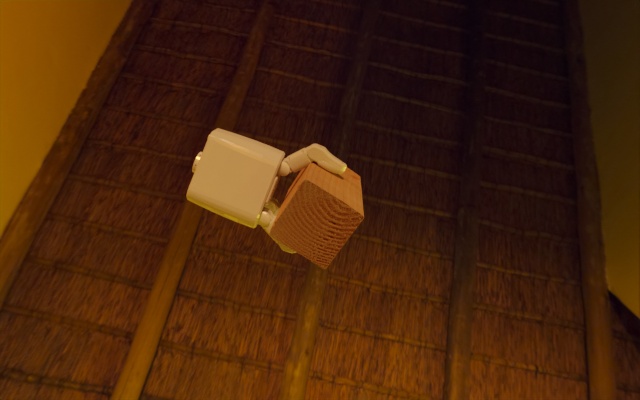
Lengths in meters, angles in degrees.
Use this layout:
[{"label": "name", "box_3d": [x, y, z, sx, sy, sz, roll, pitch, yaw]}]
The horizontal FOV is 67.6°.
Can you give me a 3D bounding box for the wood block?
[{"label": "wood block", "box_3d": [0.000, 0.002, 0.692, 0.090, 0.091, 0.206, 33, 16, -7]}]
